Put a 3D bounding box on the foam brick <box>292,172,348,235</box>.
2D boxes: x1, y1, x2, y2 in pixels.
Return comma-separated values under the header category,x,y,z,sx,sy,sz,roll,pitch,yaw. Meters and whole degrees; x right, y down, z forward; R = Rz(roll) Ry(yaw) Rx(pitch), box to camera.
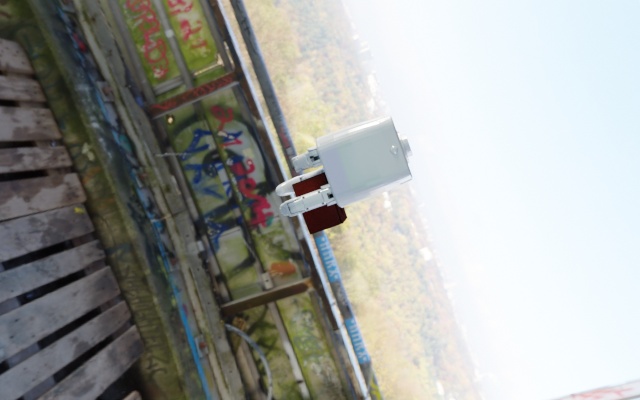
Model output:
category,x,y,z,sx,sy,sz,roll,pitch,yaw
foam brick,0.000,0.003,0.683,0.051,0.078,0.053,-19,3,12
